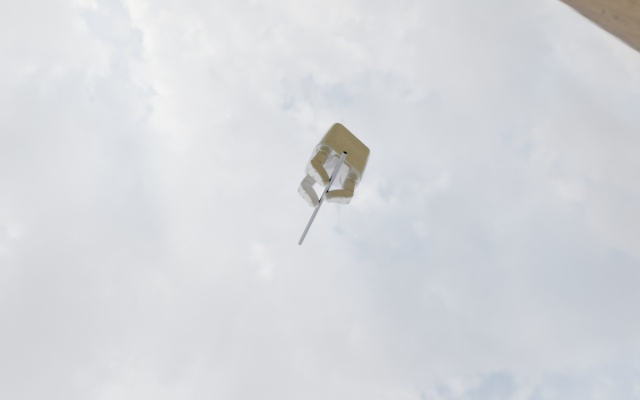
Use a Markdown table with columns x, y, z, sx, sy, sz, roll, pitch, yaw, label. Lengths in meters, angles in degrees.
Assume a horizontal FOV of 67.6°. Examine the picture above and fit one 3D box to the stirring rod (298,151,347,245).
| x | y | z | sx | sy | sz | roll | pitch | yaw | label |
| --- | --- | --- | --- | --- | --- | --- | --- | --- | --- |
| 0.000 | 0.003 | 0.890 | 0.011 | 0.240 | 0.011 | 16 | 40 | -13 | stirring rod |
